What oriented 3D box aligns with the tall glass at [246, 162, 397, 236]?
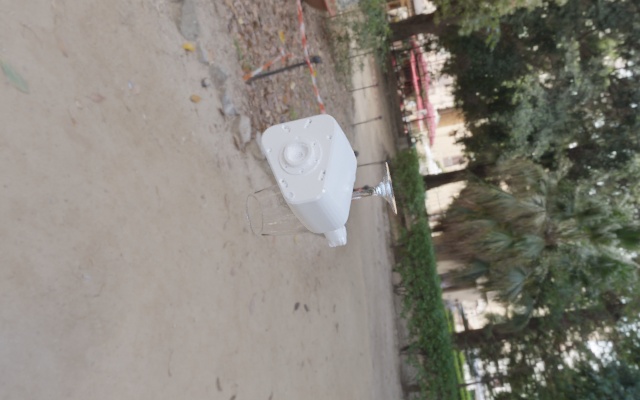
[{"bbox_3d":[0.001,0.002,0.668,0.201,0.079,0.079,-11,-2,11],"label":"tall glass"}]
